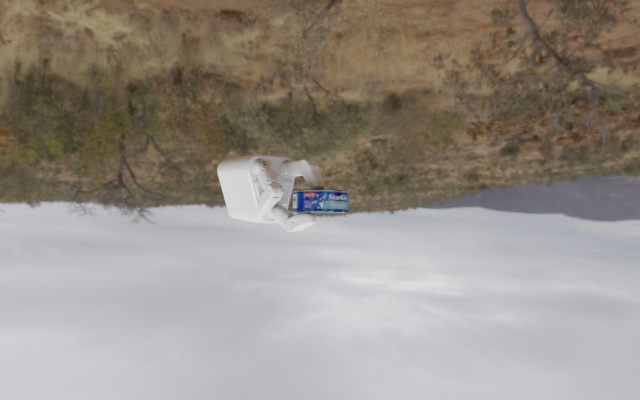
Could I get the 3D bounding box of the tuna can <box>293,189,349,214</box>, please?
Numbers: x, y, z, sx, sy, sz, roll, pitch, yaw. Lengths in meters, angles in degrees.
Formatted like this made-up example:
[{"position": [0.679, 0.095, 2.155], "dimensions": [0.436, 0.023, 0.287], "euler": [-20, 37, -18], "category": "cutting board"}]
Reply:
[{"position": [0.000, 0.003, 0.732], "dimensions": [0.086, 0.034, 0.086], "euler": [1, -3, 0], "category": "tuna can"}]
